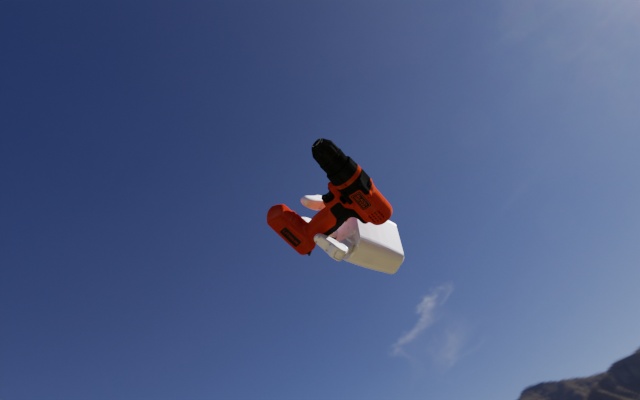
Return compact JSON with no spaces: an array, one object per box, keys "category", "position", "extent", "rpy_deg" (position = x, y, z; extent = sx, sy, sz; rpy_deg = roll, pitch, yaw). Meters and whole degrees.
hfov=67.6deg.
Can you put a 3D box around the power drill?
[{"category":"power drill","position":[0.000,0.003,0.807],"extent":[0.188,0.184,0.057],"rpy_deg":[-31,25,28]}]
